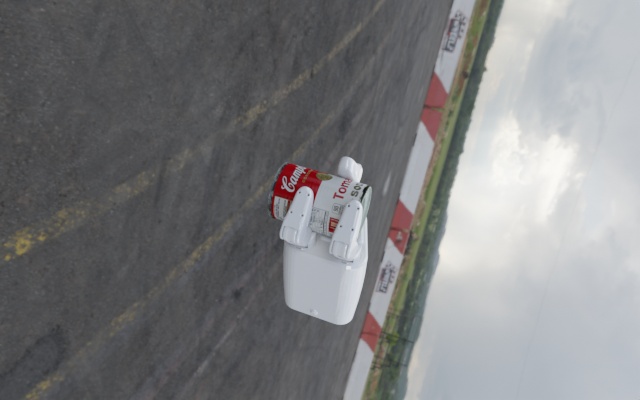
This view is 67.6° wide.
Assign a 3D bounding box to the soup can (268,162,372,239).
[{"bbox_3d":[0.000,0.001,0.546,0.102,0.068,0.068,16,4,14],"label":"soup can"}]
